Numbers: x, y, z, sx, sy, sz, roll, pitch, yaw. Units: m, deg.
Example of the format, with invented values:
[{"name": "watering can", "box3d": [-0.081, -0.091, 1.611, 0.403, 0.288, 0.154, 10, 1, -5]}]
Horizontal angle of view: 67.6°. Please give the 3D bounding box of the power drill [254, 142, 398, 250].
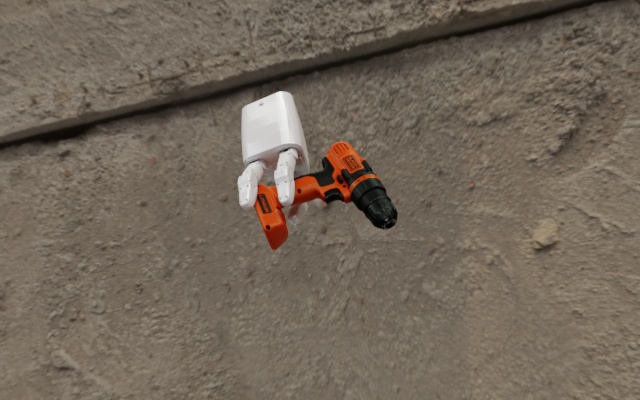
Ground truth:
[{"name": "power drill", "box3d": [0.000, 0.002, 0.706, 0.187, 0.057, 0.184, -22, 45, -9]}]
